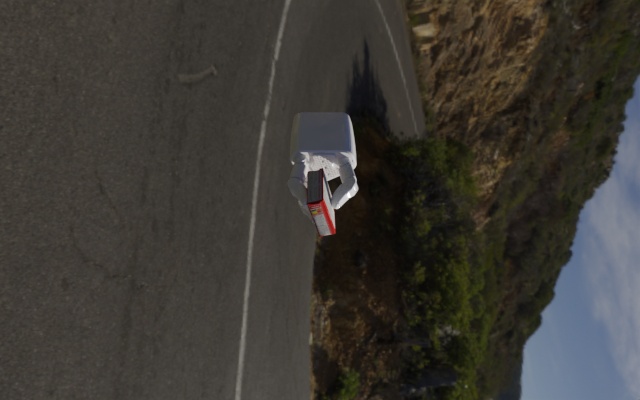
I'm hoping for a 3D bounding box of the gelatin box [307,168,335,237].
[{"bbox_3d":[0.001,0.003,0.780,0.030,0.073,0.089,-13,38,9],"label":"gelatin box"}]
